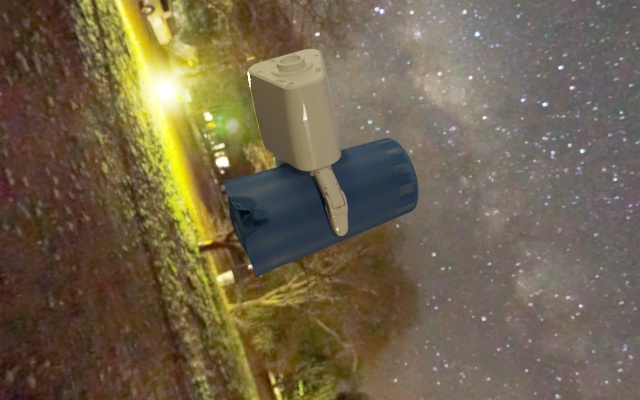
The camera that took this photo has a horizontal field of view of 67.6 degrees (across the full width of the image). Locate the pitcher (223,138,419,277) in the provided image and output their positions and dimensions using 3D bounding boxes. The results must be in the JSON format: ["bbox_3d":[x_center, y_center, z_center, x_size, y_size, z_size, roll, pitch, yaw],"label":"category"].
[{"bbox_3d":[0.000,0.002,0.651,0.243,0.145,0.149,-19,37,-9],"label":"pitcher"}]
